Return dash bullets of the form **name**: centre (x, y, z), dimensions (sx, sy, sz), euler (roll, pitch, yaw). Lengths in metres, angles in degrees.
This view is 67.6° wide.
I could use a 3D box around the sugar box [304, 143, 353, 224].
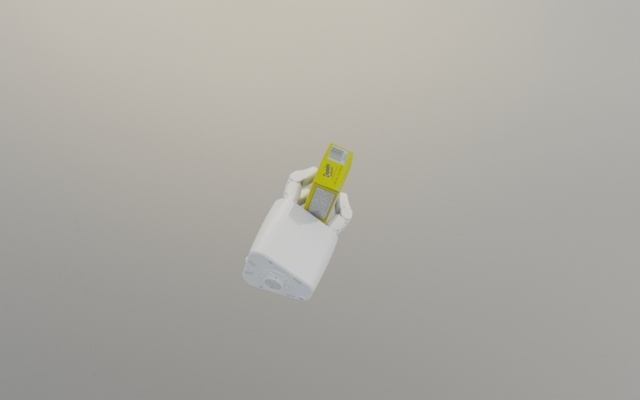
- **sugar box**: centre (0.000, 0.002, 0.765), dimensions (0.048, 0.093, 0.176), euler (24, -41, -1)
